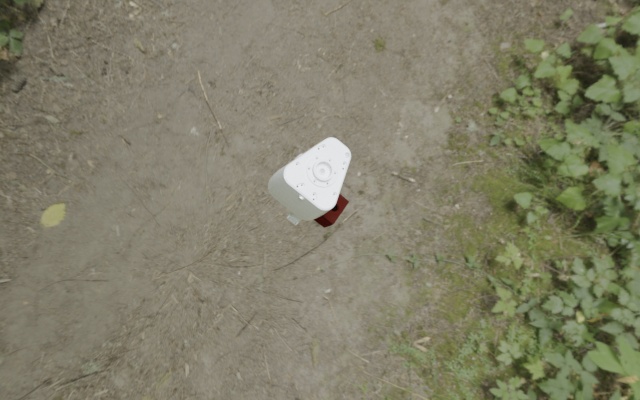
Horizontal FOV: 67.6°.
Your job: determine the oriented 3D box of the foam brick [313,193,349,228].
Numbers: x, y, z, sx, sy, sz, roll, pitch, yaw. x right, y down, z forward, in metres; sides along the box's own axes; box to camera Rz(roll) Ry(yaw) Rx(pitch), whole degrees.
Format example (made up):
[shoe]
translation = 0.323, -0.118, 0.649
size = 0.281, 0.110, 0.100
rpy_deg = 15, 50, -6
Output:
[foam brick]
translation = 0.000, 0.003, 0.835
size = 0.078, 0.053, 0.051
rpy_deg = 39, -19, -9
